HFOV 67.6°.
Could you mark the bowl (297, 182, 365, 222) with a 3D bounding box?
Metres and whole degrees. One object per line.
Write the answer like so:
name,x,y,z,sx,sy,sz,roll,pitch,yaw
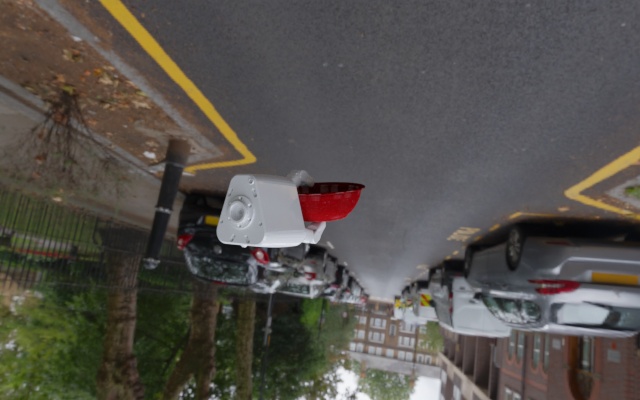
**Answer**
bowl,0.001,0.003,0.854,0.162,0.055,0.162,-3,9,0
